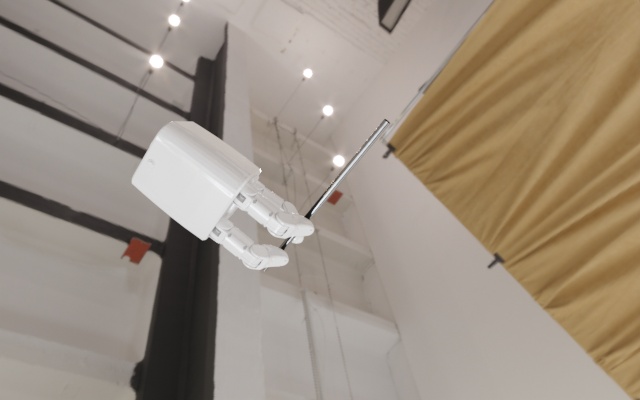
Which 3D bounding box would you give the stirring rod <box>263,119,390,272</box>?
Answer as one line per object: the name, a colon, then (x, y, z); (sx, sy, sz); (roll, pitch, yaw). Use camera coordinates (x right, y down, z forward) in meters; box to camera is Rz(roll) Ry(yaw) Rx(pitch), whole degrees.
stirring rod: (0.000, 0.002, 0.547); (0.011, 0.011, 0.240); (0, -45, -54)
